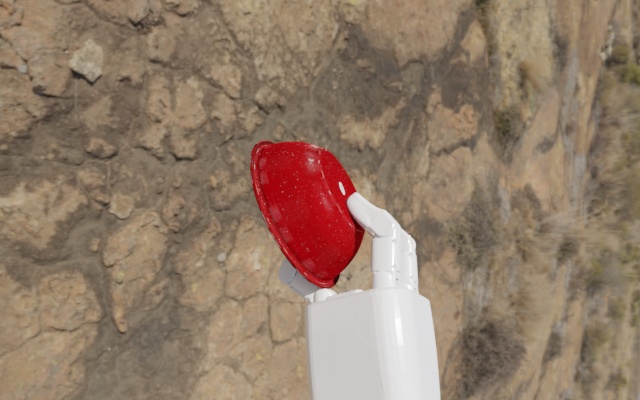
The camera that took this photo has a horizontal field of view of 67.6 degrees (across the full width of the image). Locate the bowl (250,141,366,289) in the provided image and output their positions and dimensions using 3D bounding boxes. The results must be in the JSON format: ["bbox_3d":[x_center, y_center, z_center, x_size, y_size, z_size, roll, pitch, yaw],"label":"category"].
[{"bbox_3d":[0.000,0.000,0.472,0.055,0.162,0.162,-27,-9,18],"label":"bowl"}]
